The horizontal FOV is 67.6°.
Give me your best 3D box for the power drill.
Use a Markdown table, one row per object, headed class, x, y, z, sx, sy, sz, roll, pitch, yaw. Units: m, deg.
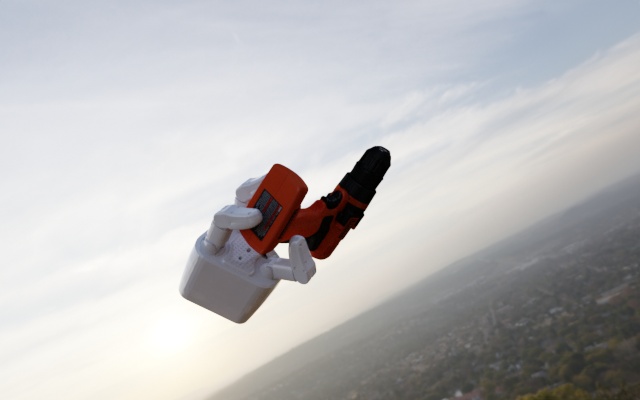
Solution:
| class | x | y | z | sx | sy | sz | roll | pitch | yaw |
| --- | --- | --- | --- | --- | --- | --- | --- | --- | --- |
| power drill | 0.000 | 0.002 | 0.600 | 0.057 | 0.184 | 0.187 | 42 | 20 | 29 |
